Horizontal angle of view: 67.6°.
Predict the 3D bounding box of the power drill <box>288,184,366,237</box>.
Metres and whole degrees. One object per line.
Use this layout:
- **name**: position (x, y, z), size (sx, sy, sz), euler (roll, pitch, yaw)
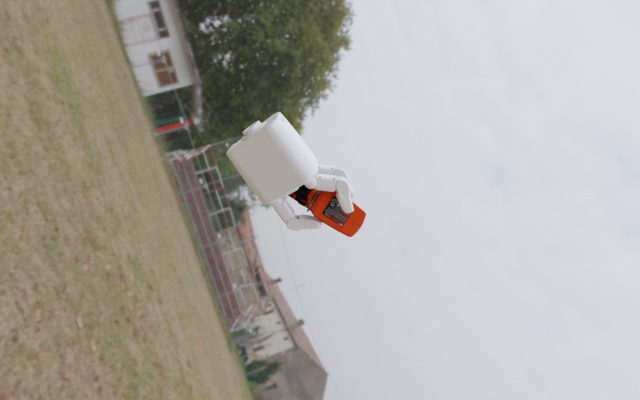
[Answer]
- **power drill**: position (0.000, 0.003, 0.872), size (0.184, 0.057, 0.187), euler (32, -1, -34)
